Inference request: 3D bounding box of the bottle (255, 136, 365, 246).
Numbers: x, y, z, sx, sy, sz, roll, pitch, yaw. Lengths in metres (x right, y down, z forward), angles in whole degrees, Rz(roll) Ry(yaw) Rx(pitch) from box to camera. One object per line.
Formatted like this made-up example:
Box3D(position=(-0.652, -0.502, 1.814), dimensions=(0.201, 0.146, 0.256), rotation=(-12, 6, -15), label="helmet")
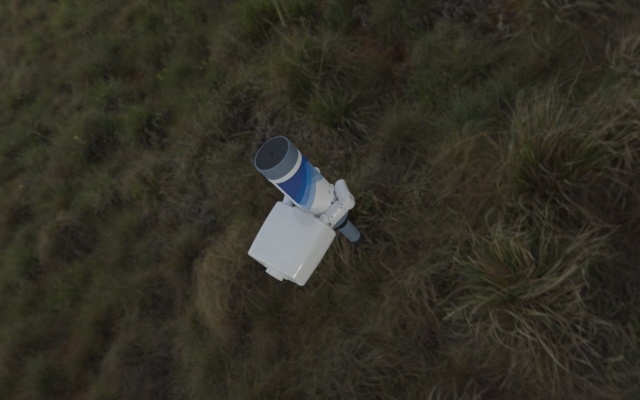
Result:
Box3D(position=(0.000, 0.003, 0.835), dimensions=(0.069, 0.069, 0.296), rotation=(0, -31, 36), label="bottle")
